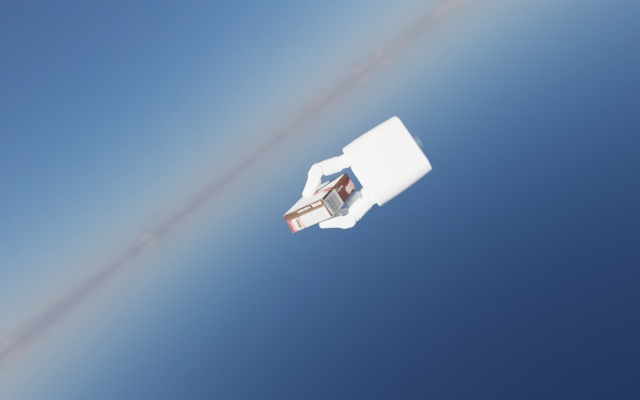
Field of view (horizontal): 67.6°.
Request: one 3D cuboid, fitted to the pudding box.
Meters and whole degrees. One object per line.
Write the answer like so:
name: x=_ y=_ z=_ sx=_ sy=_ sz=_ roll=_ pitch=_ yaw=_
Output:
pudding box: x=0.000 y=0.003 z=0.821 sx=0.090 sy=0.039 sz=0.113 roll=-25 pitch=11 yaw=33
